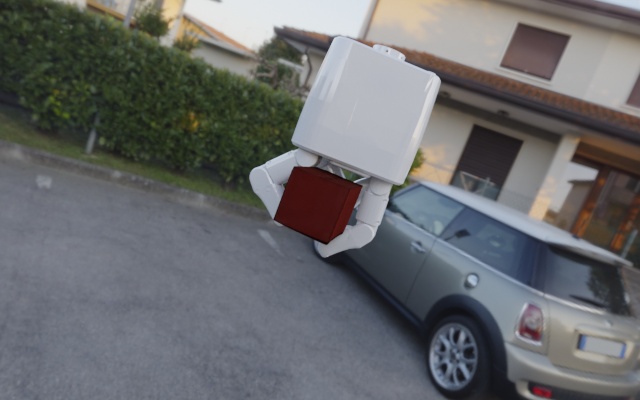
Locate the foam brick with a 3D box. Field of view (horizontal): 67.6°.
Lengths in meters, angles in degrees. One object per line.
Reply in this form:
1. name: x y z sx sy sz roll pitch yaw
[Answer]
1. foam brick: 0.000 0.002 0.428 0.053 0.051 0.078 24 8 10
